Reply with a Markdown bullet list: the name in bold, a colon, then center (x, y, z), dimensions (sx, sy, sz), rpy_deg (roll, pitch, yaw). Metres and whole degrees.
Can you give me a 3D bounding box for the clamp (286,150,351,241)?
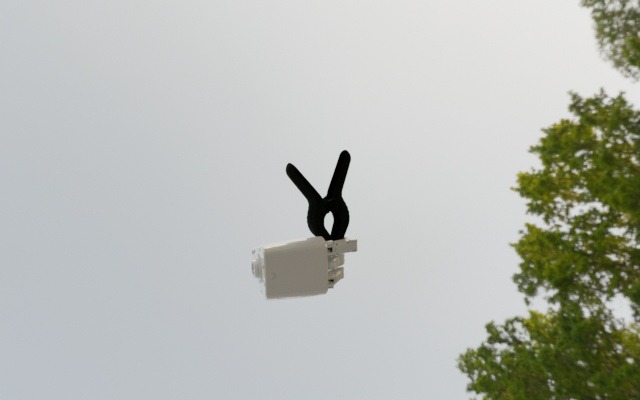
- **clamp**: center (0.000, 0.003, 0.807), dimensions (0.120, 0.171, 0.039), rpy_deg (-5, 7, -21)
